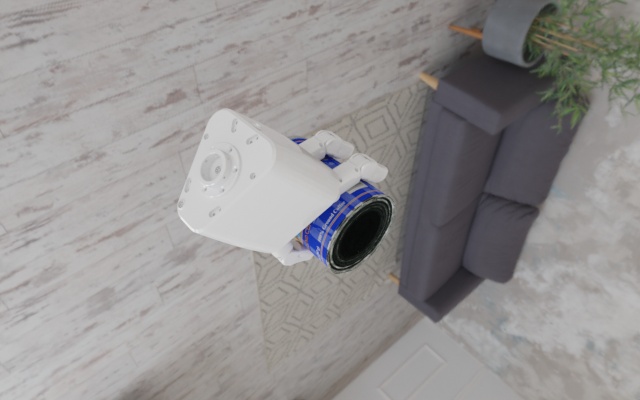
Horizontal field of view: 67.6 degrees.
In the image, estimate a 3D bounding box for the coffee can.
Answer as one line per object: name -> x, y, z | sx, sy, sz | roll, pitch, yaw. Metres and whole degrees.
coffee can -> 0.000, 0.002, 0.552 | 0.140, 0.103, 0.103 | 38, 23, 33
